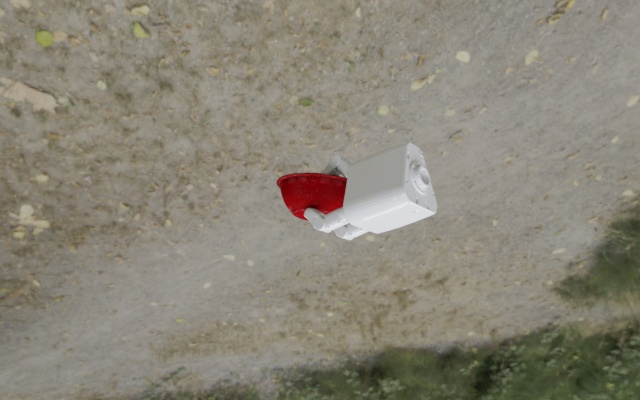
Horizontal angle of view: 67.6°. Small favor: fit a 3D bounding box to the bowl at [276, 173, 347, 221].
[{"bbox_3d":[-0.001,0.003,0.830,0.162,0.055,0.162,6,-15,2],"label":"bowl"}]
